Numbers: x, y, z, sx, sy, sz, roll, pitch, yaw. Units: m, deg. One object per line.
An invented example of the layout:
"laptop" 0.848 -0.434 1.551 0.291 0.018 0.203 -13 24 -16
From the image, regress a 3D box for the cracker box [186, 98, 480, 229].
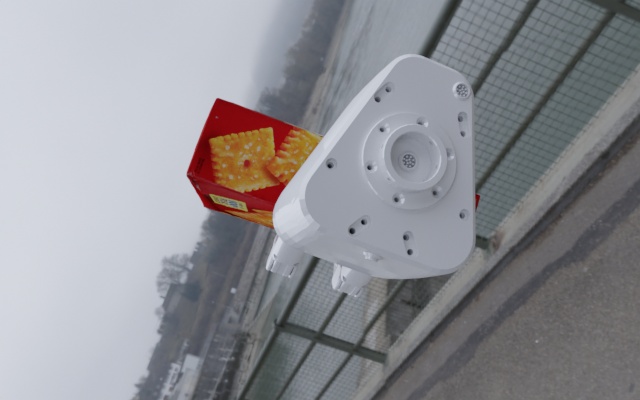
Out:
"cracker box" 0.000 0.001 0.424 0.214 0.072 0.164 20 -11 -7
